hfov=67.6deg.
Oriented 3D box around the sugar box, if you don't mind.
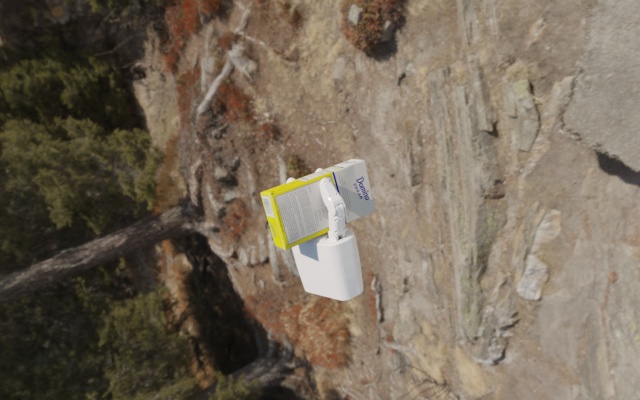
[{"bbox_3d":[0.000,0.003,0.768,0.176,0.093,0.048,-22,17,-28],"label":"sugar box"}]
